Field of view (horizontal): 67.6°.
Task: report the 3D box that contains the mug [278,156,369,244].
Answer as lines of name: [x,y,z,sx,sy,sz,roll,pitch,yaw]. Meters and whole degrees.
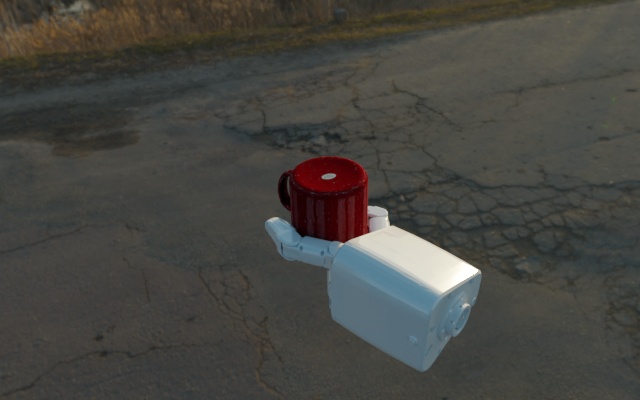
mug: [-0.001,0.001,0.516,0.117,0.082,0.093,25,42,34]
